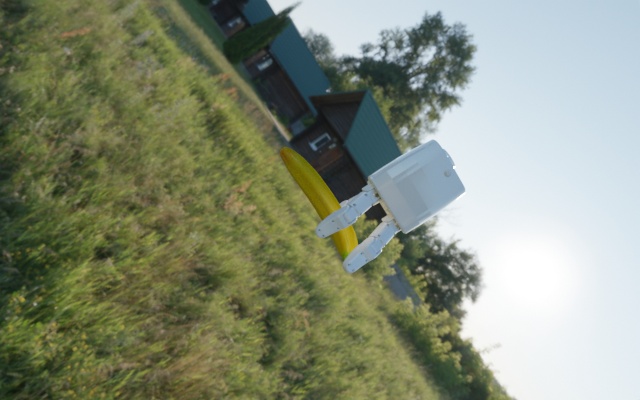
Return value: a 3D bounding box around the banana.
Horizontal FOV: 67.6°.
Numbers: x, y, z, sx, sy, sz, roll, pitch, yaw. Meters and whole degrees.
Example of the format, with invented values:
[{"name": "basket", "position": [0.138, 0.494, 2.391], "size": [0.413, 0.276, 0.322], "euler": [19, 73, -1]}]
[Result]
[{"name": "banana", "position": [0.005, 0.006, 0.702], "size": [0.037, 0.198, 0.069], "euler": [-32, -8, 7]}]
